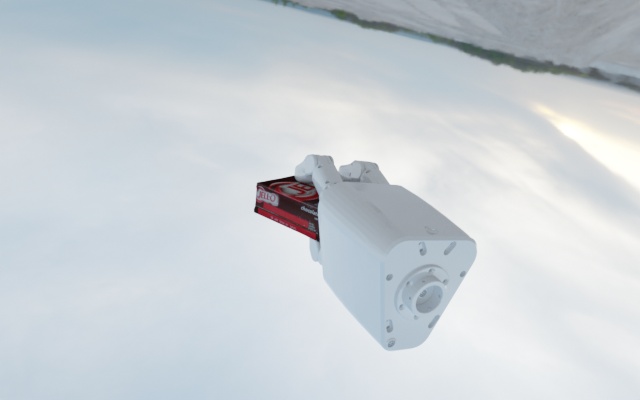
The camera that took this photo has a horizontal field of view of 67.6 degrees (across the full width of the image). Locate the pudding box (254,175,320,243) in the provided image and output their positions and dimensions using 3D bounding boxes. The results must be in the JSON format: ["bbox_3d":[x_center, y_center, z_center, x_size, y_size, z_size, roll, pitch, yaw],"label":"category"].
[{"bbox_3d":[0.000,0.002,0.504,0.090,0.039,0.113,23,21,32],"label":"pudding box"}]
